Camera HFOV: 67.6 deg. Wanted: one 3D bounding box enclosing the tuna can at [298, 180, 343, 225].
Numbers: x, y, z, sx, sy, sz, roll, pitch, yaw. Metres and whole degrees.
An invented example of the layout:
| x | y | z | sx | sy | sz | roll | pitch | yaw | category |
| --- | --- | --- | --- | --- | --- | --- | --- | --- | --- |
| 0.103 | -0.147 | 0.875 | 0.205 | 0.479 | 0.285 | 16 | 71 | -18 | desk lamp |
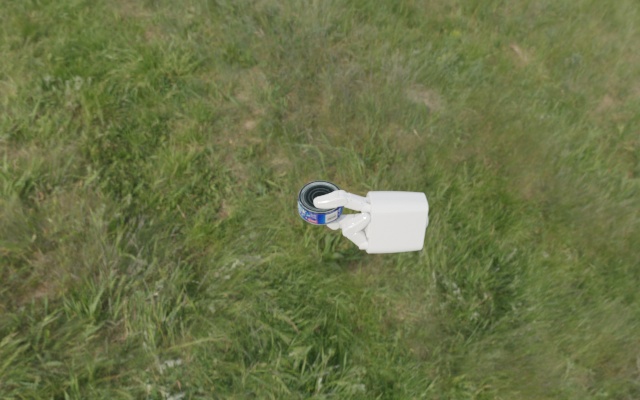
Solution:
| x | y | z | sx | sy | sz | roll | pitch | yaw | category |
| --- | --- | --- | --- | --- | --- | --- | --- | --- | --- |
| 0.000 | 0.003 | 0.888 | 0.086 | 0.086 | 0.034 | 0 | -43 | -1 | tuna can |
